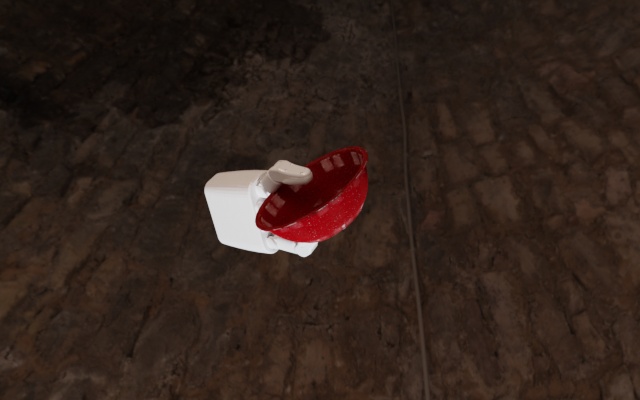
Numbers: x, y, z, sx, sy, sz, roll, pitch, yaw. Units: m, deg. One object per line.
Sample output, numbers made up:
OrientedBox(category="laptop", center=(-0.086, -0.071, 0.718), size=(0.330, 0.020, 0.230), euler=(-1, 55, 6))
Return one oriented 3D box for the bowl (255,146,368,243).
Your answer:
OrientedBox(category="bowl", center=(0.001, 0.002, 0.589), size=(0.162, 0.055, 0.162), euler=(-30, 21, 13))
